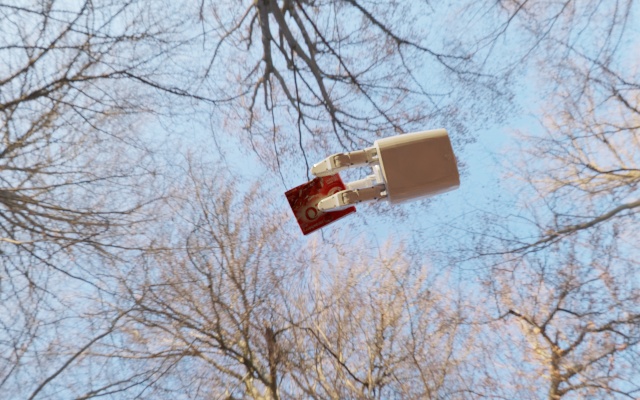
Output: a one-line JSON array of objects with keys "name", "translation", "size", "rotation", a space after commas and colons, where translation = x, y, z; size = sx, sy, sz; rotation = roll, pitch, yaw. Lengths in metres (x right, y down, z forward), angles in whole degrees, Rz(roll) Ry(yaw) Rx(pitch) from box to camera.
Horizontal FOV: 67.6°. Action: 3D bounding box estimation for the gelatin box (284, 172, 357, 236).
[{"name": "gelatin box", "translation": [0.000, 0.003, 0.722], "size": [0.089, 0.073, 0.030], "rotation": [-26, -8, 4]}]
